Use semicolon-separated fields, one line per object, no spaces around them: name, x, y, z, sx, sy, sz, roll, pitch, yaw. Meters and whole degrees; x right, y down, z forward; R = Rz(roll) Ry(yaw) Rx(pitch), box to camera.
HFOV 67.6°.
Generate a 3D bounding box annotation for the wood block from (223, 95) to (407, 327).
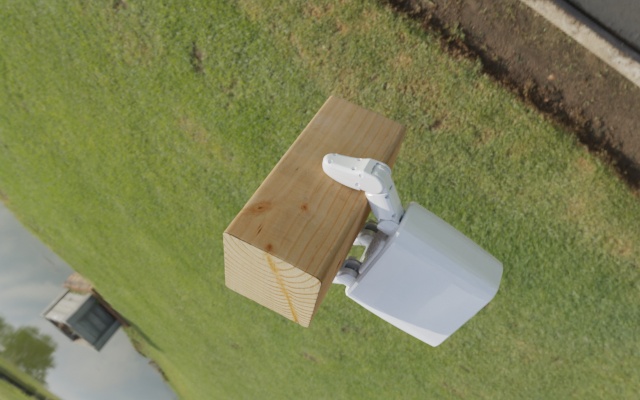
wood block;0.000;0.002;0.465;0.090;0.206;0.091;25;-38;10
